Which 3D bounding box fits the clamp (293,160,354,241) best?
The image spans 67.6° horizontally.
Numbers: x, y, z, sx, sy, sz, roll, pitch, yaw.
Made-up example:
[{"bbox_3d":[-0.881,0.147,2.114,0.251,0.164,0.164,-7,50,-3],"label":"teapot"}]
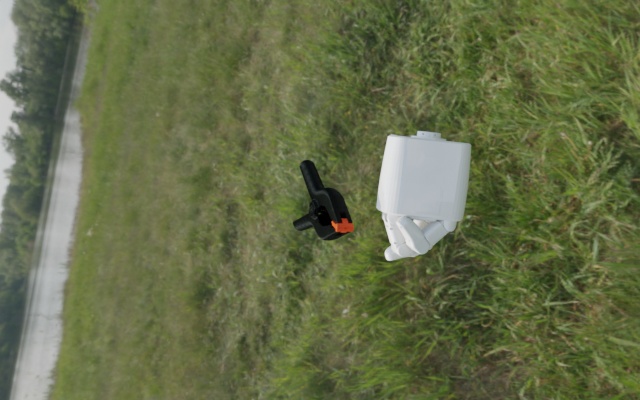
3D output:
[{"bbox_3d":[0.000,0.003,0.736,0.039,0.120,0.171,-7,12,-27],"label":"clamp"}]
